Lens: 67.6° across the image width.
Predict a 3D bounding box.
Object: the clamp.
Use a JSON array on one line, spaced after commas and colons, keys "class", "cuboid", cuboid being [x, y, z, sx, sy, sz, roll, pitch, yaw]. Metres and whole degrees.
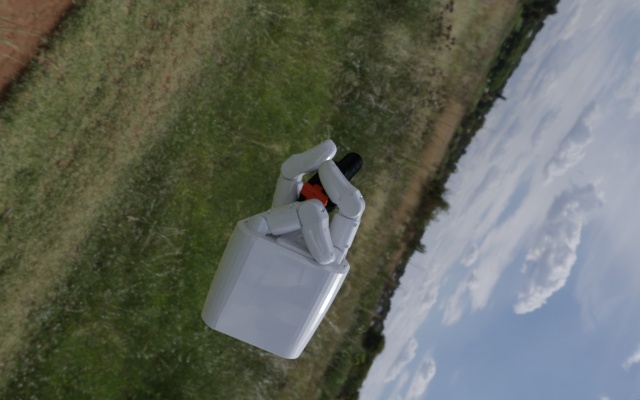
[{"class": "clamp", "cuboid": [0.001, 0.002, 0.539, 0.039, 0.120, 0.171, 28, 13, 10]}]
